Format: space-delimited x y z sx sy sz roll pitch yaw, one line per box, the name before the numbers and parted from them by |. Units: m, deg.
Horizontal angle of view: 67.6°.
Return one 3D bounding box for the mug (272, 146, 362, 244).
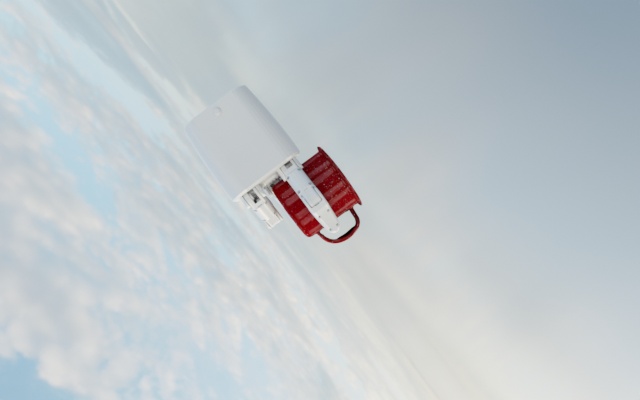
mug | 0.001 0.003 0.605 0.081 0.117 0.093 -37 -2 -1
